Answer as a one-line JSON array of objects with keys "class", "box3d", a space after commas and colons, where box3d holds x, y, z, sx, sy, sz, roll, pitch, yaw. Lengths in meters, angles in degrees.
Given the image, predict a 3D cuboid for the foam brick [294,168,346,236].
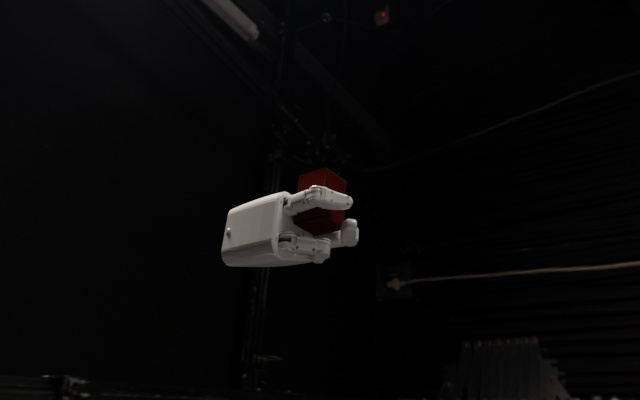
[{"class": "foam brick", "box3d": [0.000, 0.002, 0.677, 0.051, 0.078, 0.053, -15, -32, 35]}]
